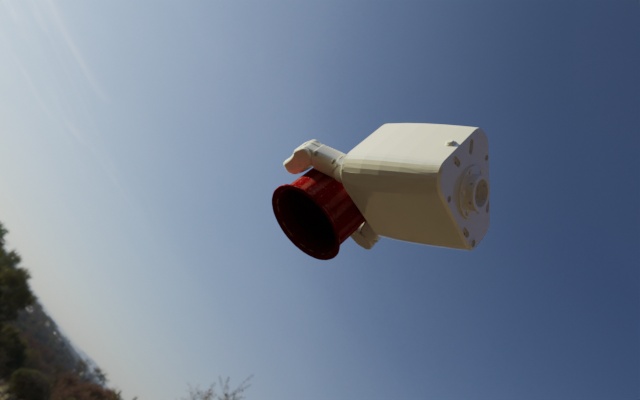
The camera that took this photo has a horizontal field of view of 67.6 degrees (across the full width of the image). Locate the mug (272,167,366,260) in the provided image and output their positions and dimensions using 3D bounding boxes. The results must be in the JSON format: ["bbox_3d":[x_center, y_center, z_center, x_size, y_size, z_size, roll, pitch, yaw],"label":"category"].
[{"bbox_3d":[-0.001,0.001,0.523,0.117,0.093,0.081,10,39,44],"label":"mug"}]
